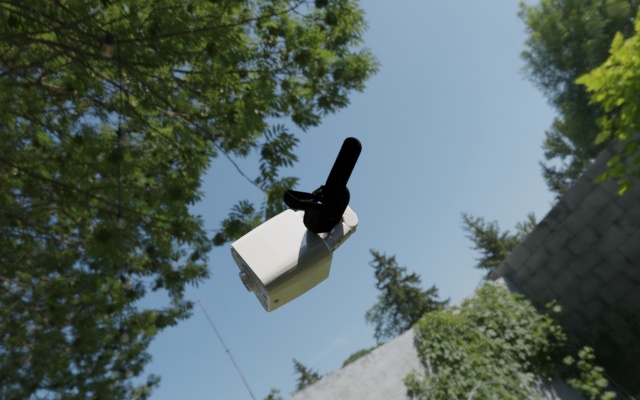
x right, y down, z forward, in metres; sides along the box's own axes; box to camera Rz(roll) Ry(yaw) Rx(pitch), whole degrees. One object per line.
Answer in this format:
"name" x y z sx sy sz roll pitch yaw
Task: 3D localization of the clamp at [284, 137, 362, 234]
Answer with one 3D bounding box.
"clamp" 0.000 0.002 0.625 0.120 0.039 0.172 -32 -29 -23
